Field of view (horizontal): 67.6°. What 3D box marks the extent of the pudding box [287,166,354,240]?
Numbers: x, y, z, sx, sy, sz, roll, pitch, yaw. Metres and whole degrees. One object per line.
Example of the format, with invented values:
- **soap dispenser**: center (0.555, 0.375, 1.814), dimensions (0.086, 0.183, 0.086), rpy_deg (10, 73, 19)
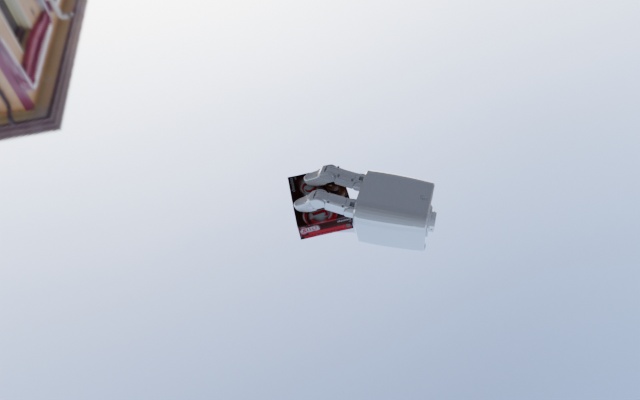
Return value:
- **pudding box**: center (0.000, 0.003, 0.767), dimensions (0.090, 0.113, 0.039), rpy_deg (-12, -43, -3)
